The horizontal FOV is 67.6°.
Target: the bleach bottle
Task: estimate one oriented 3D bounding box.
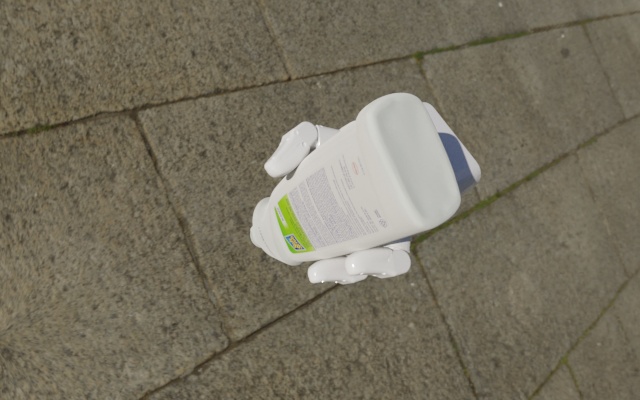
[{"bbox_3d":[0.000,0.002,0.431,0.068,0.102,0.251,-24,1,-37],"label":"bleach bottle"}]
